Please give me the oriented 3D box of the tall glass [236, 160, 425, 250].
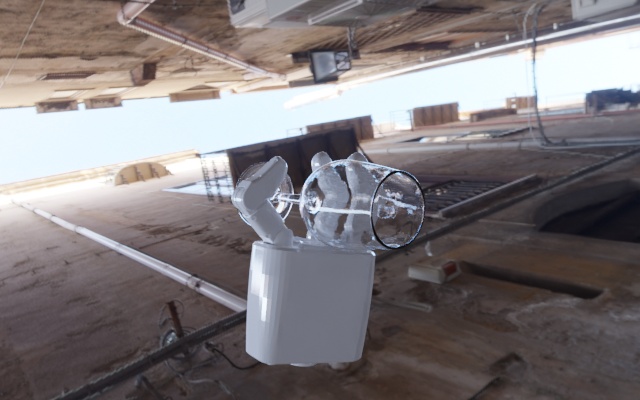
[{"bbox_3d":[0.000,0.001,0.446,0.079,0.079,0.201,0,3,-38],"label":"tall glass"}]
